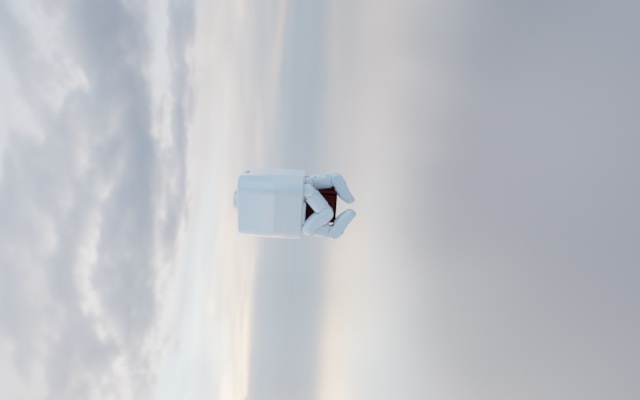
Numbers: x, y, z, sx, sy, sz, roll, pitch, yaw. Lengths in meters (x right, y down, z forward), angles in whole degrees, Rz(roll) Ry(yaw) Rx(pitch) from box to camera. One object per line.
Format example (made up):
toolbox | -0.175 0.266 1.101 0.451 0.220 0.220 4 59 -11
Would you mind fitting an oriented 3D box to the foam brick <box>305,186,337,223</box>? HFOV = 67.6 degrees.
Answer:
foam brick | 0.000 0.003 0.832 0.051 0.053 0.078 3 13 -2
